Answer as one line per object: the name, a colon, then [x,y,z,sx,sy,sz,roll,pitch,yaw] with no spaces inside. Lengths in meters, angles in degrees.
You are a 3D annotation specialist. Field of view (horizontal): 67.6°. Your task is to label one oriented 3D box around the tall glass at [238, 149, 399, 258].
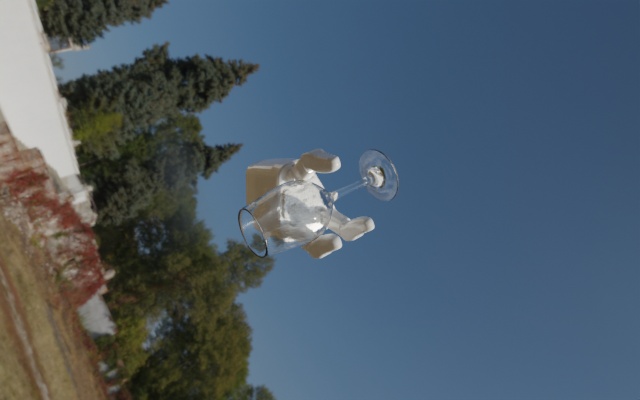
tall glass: [0.001,0.002,0.591,0.201,0.079,0.079,-25,13,-31]
